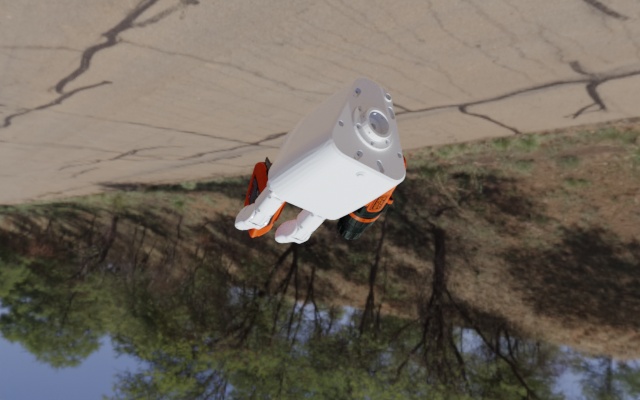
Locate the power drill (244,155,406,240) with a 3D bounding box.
[{"bbox_3d":[0.000,0.002,0.618,0.187,0.057,0.185,-6,-33,-22],"label":"power drill"}]
